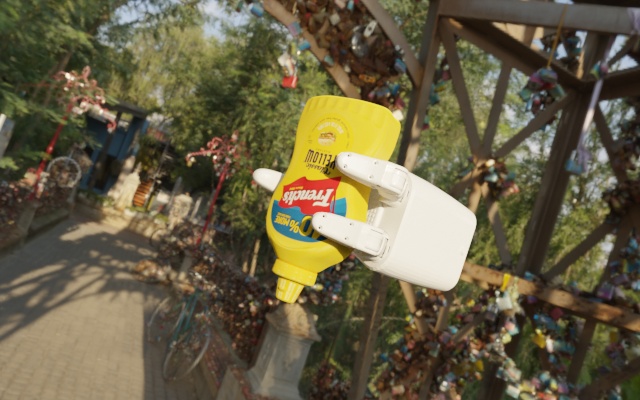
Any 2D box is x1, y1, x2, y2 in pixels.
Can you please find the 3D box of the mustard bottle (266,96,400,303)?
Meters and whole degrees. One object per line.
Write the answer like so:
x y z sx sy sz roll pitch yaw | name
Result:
0.000 0.001 0.444 0.096 0.191 0.058 16 -7 31 | mustard bottle
